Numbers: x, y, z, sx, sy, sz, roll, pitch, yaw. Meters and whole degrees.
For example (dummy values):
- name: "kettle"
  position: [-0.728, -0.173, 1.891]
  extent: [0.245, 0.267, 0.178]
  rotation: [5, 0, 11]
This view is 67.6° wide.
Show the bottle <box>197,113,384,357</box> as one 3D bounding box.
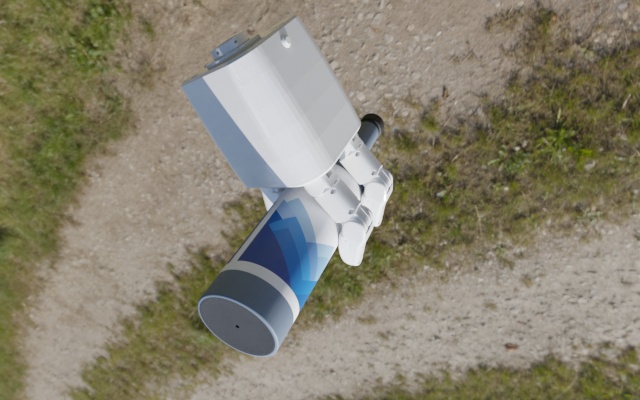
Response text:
- name: "bottle"
  position: [0.000, 0.002, 0.439]
  extent: [0.069, 0.069, 0.295]
  rotation: [0, 37, 30]
